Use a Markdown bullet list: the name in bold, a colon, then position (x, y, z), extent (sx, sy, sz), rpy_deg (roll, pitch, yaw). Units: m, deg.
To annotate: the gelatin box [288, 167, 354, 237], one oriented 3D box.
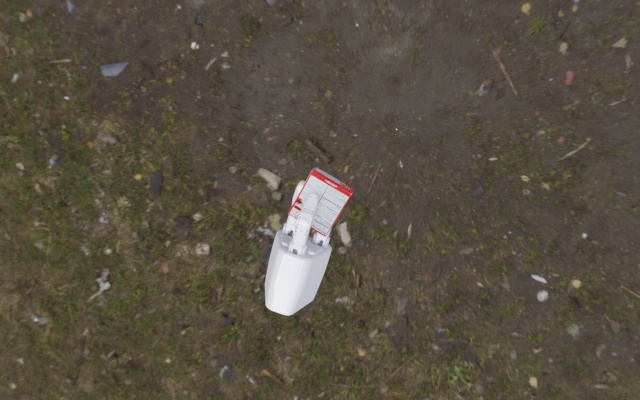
- **gelatin box**: position (0.000, 0.002, 0.767), extent (0.073, 0.089, 0.030), rpy_deg (31, 20, 1)
